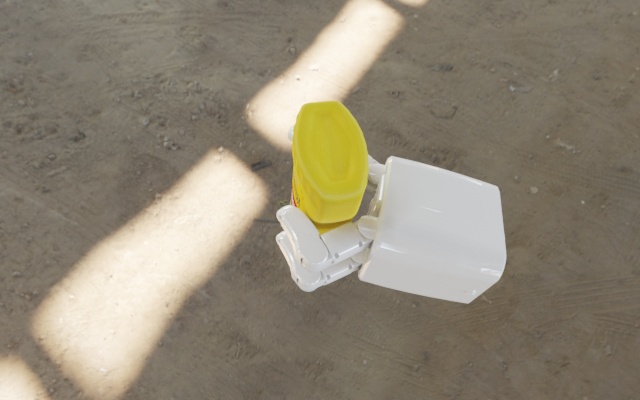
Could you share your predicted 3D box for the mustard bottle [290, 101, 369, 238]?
[{"bbox_3d":[0.000,0.001,0.450,0.058,0.096,0.192,-8,-27,-10],"label":"mustard bottle"}]
